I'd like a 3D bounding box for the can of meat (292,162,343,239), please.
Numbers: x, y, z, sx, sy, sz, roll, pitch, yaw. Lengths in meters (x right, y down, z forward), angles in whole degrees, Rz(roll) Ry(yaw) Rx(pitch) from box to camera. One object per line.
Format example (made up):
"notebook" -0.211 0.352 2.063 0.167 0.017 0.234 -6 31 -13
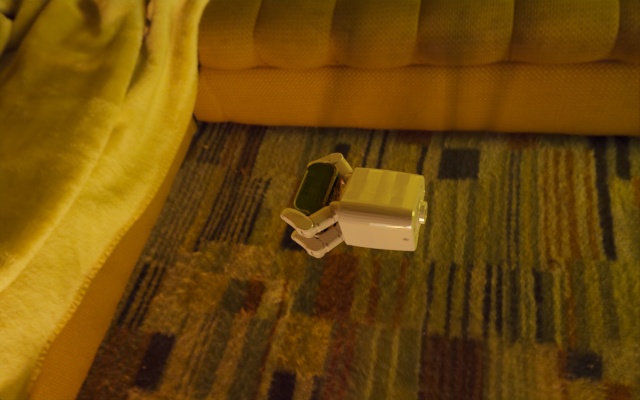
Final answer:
"can of meat" 0.000 0.002 0.748 0.057 0.102 0.084 9 -32 19
